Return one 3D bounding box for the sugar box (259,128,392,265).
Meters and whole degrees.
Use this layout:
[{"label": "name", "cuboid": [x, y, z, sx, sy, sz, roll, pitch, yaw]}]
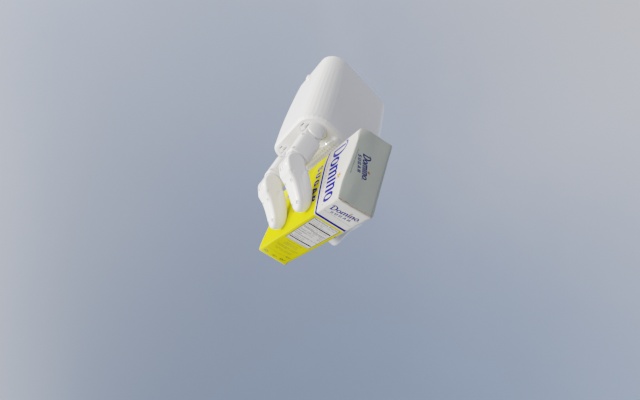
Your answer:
[{"label": "sugar box", "cuboid": [0.000, 0.001, 0.518, 0.048, 0.093, 0.176, 30, -34, -16]}]
